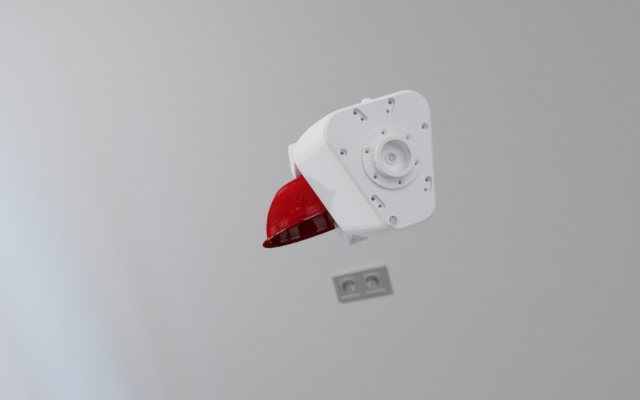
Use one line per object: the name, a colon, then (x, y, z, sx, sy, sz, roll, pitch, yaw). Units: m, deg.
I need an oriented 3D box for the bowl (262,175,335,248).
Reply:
bowl: (-0.001, 0.002, 0.560, 0.162, 0.055, 0.162, -21, -11, -4)
